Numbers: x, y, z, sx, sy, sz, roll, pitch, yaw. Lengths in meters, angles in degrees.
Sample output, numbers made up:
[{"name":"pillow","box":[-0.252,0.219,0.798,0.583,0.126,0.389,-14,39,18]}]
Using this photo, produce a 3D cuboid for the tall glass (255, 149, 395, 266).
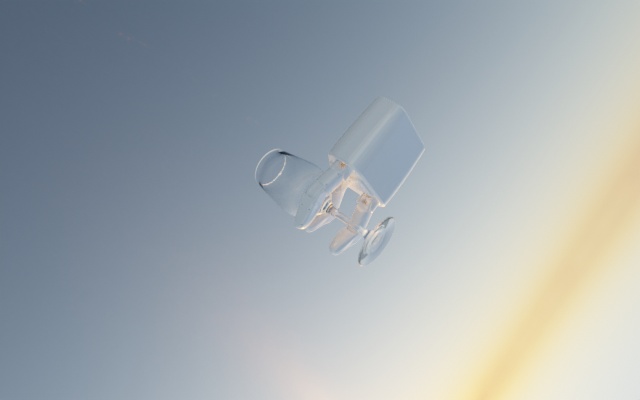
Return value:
[{"name":"tall glass","box":[0.000,0.003,0.650,0.201,0.079,0.079,34,17,27]}]
